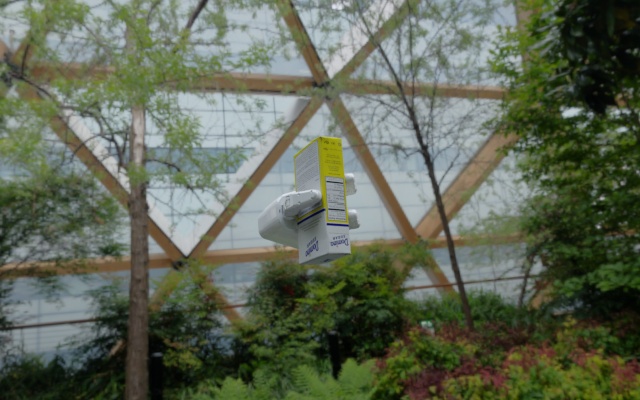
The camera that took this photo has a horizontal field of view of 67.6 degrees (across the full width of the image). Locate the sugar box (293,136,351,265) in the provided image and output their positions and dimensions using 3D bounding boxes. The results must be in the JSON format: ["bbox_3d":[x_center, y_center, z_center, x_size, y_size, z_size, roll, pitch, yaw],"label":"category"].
[{"bbox_3d":[0.001,0.002,0.713,0.048,0.176,0.093,2,-16,-28],"label":"sugar box"}]
